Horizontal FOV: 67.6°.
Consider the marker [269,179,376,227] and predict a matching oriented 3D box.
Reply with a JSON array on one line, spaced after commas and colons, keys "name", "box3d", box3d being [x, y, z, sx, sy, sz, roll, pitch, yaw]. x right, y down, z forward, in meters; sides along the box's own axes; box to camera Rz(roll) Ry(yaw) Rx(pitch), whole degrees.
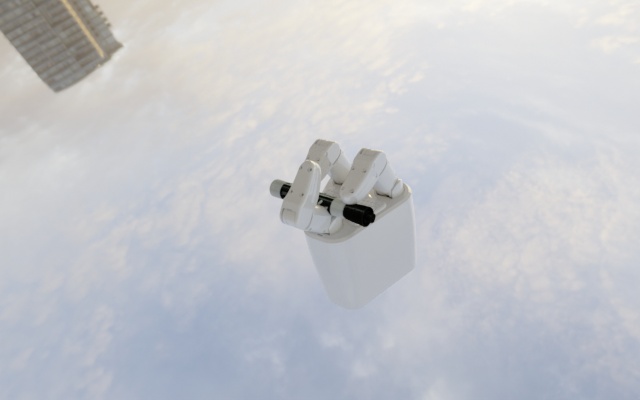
[{"name": "marker", "box3d": [0.000, 0.001, 0.455, 0.121, 0.020, 0.020, 17, 10, 36]}]
